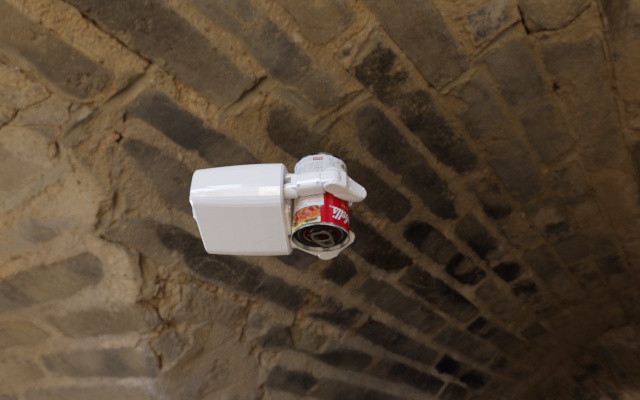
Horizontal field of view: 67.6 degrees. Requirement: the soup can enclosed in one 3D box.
[{"bbox_3d":[0.001,0.002,0.577,0.068,0.102,0.068,0,-33,0],"label":"soup can"}]
